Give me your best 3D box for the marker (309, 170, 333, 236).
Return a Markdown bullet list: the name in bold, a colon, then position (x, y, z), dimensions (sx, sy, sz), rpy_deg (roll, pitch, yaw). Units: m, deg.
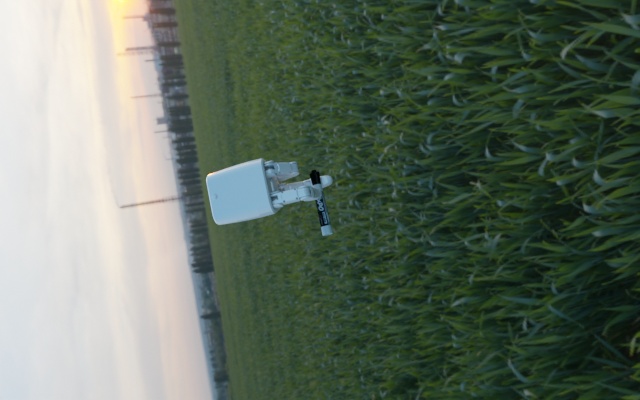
- **marker**: position (0.000, 0.003, 0.861), dimensions (0.020, 0.121, 0.020), rpy_deg (-12, -11, -2)
